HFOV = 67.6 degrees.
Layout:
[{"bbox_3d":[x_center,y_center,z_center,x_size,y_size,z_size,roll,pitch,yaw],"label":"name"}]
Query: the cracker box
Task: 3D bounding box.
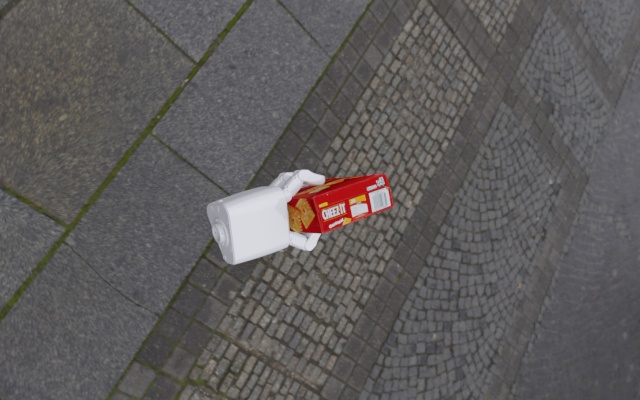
[{"bbox_3d":[0.000,0.003,0.881,0.164,0.072,0.213,-19,10,-33],"label":"cracker box"}]
